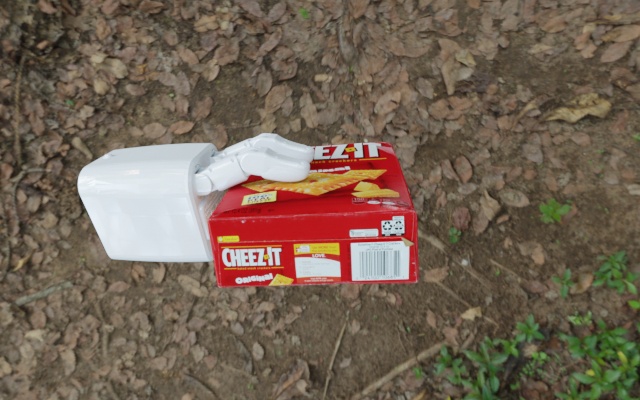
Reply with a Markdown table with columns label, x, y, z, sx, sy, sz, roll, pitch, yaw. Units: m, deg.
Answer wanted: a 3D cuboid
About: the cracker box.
| label | x | y | z | sx | sy | sz | roll | pitch | yaw |
| --- | --- | --- | --- | --- | --- | --- | --- | --- | --- |
| cracker box | 0.000 | 0.002 | 0.467 | 0.164 | 0.072 | 0.213 | -2 | 21 | 4 |
